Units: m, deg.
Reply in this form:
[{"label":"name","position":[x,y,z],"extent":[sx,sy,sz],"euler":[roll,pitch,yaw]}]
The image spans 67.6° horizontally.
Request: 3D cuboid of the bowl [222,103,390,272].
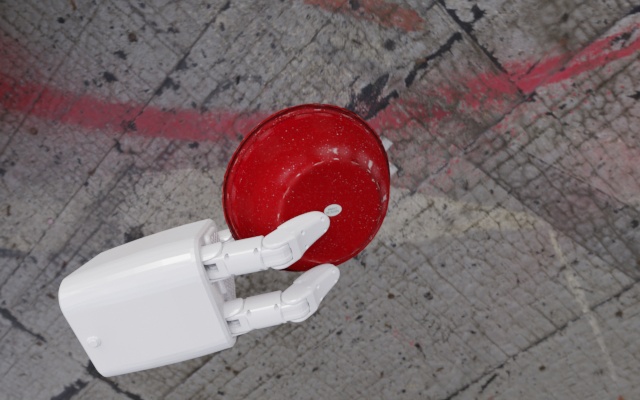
[{"label":"bowl","position":[0.001,0.001,0.412],"extent":[0.162,0.162,0.055],"euler":[0,20,-22]}]
